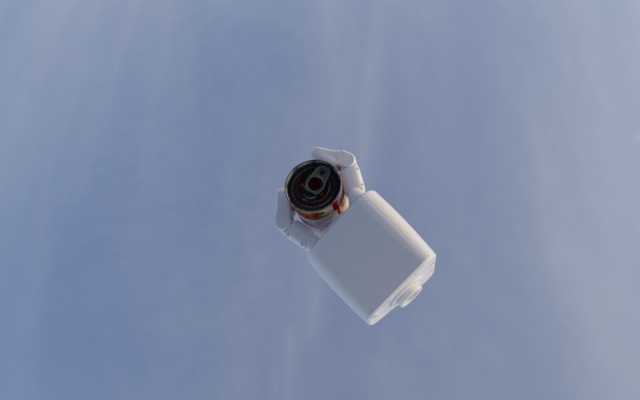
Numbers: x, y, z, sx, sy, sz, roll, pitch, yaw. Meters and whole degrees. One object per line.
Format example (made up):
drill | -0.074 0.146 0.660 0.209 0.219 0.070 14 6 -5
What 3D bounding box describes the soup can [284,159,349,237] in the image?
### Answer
soup can | 0.000 0.002 0.601 0.068 0.068 0.102 0 -23 11
